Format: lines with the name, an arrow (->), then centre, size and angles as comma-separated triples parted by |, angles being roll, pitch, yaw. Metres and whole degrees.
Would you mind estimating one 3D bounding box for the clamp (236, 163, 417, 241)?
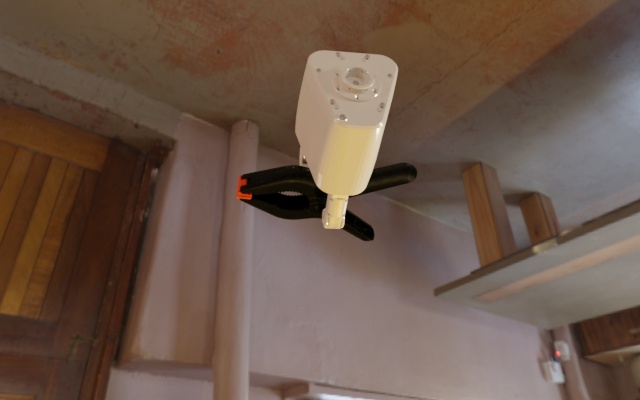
clamp -> 0.000, 0.003, 0.609 | 0.210, 0.036, 0.165 | 3, -35, -6
